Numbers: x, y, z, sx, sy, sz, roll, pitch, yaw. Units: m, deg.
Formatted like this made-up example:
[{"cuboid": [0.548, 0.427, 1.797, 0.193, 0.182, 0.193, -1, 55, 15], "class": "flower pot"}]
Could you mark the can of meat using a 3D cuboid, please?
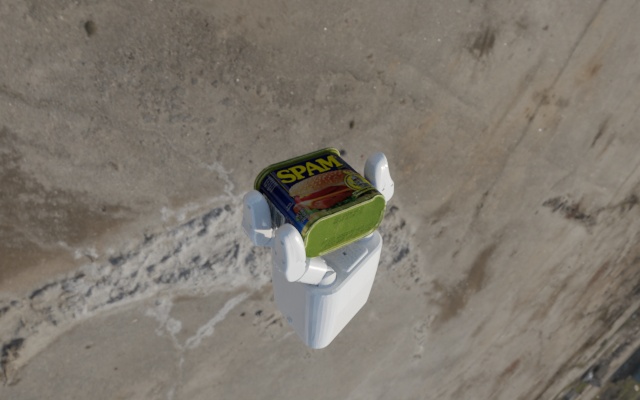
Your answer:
[{"cuboid": [0.000, 0.002, 0.460, 0.102, 0.057, 0.084, -20, 48, -30], "class": "can of meat"}]
